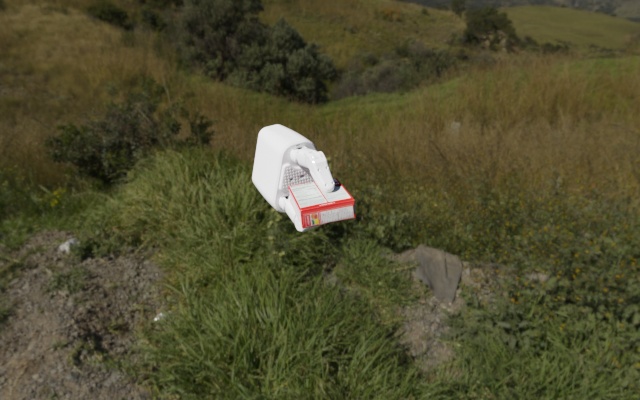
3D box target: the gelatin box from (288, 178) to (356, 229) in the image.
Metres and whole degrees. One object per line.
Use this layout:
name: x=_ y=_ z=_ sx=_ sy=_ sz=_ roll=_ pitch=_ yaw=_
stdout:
gelatin box: x=0.000 y=0.002 z=0.650 sx=0.073 sy=0.030 sz=0.089 roll=-11 pitch=25 yaw=-11
